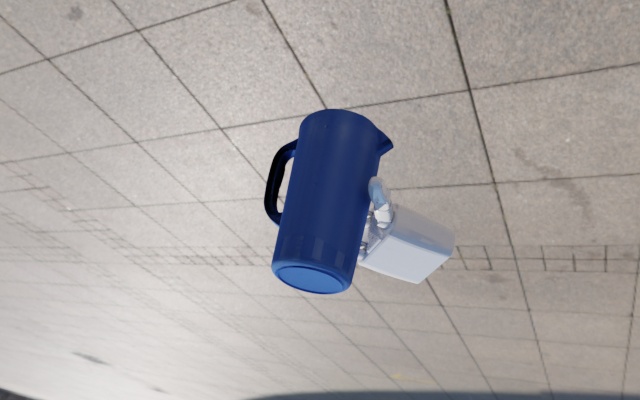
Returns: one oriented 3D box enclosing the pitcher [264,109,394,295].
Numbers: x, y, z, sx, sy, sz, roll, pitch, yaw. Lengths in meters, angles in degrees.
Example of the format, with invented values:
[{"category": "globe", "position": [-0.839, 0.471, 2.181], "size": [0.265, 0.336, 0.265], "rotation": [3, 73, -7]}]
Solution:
[{"category": "pitcher", "position": [0.000, 0.002, 0.678], "size": [0.145, 0.242, 0.149], "rotation": [23, -31, -16]}]
